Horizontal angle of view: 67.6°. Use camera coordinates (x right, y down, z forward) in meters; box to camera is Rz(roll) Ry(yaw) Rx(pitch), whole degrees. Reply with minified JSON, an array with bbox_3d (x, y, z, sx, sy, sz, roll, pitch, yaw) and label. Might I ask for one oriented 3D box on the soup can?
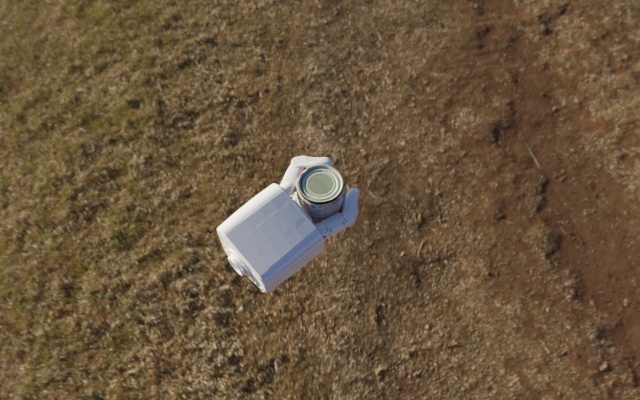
[{"bbox_3d":[0.001,0.002,0.711,0.068,0.068,0.102,0,-32,1],"label":"soup can"}]
